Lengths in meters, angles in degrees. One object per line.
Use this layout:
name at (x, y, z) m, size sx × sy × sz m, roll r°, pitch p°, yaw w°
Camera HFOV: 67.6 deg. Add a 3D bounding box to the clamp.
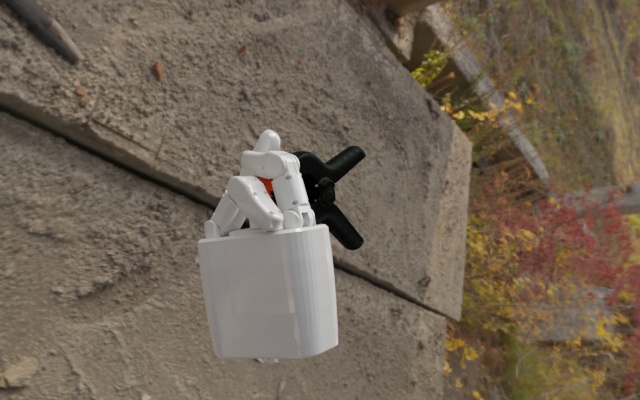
clamp at (0.000, 0.001, 0.503) m, size 0.039 × 0.120 × 0.171 m, roll -9°, pitch -1°, yaw 39°
